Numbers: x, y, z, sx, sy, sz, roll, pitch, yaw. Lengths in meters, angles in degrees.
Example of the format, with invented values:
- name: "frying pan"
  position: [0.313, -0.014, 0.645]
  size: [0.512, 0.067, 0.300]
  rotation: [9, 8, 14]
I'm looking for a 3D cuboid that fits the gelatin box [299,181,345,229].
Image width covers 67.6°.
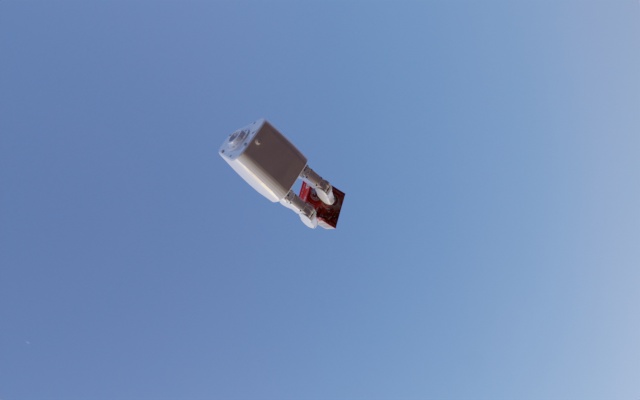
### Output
- name: "gelatin box"
  position: [0.000, 0.003, 0.882]
  size: [0.089, 0.073, 0.030]
  rotation: [31, -24, -37]
